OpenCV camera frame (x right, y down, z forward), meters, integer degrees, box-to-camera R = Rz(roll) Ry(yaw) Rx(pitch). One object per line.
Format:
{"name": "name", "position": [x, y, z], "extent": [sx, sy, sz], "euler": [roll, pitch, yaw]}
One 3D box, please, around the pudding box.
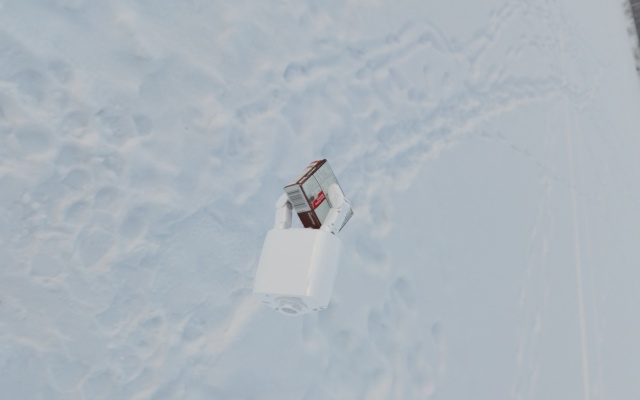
{"name": "pudding box", "position": [0.000, 0.003, 0.774], "extent": [0.039, 0.113, 0.090], "euler": [-10, 24, 37]}
